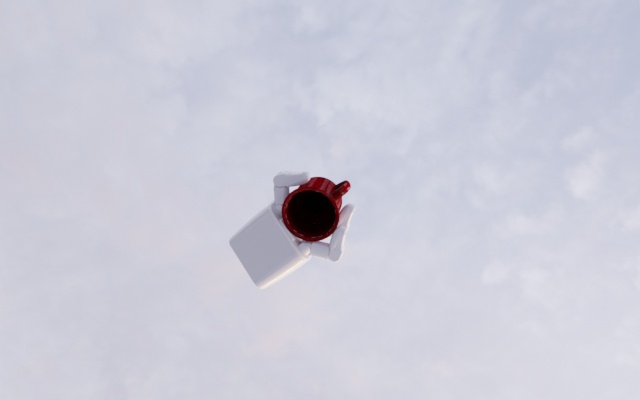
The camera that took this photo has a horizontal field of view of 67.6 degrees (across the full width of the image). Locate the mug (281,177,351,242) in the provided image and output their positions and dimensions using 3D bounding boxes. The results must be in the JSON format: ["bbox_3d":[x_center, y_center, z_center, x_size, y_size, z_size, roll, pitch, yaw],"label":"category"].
[{"bbox_3d":[0.001,0.002,0.781,0.117,0.093,0.081,-36,9,20],"label":"mug"}]
